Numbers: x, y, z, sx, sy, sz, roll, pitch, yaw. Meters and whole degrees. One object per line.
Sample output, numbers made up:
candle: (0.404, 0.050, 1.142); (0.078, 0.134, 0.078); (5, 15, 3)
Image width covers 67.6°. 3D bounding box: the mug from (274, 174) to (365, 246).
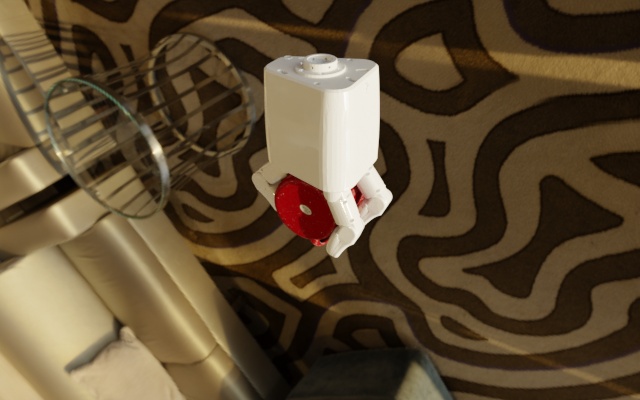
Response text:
mug: (0.000, 0.003, 0.561); (0.093, 0.117, 0.081); (15, 38, 23)
